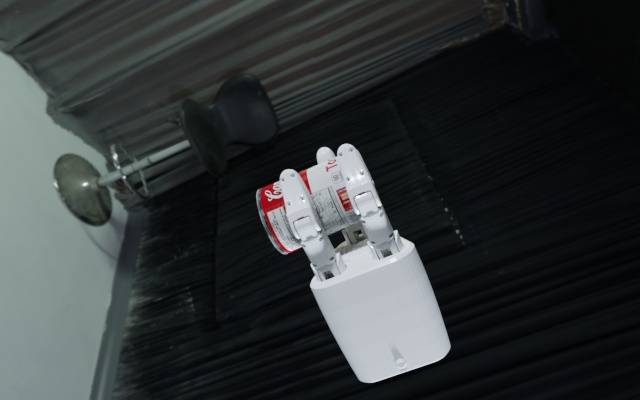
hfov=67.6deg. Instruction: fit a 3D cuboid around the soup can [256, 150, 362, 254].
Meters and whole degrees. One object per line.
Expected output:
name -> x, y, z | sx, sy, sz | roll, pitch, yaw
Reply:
soup can -> 0.000, 0.001, 0.451 | 0.102, 0.068, 0.068 | -22, -4, 10
